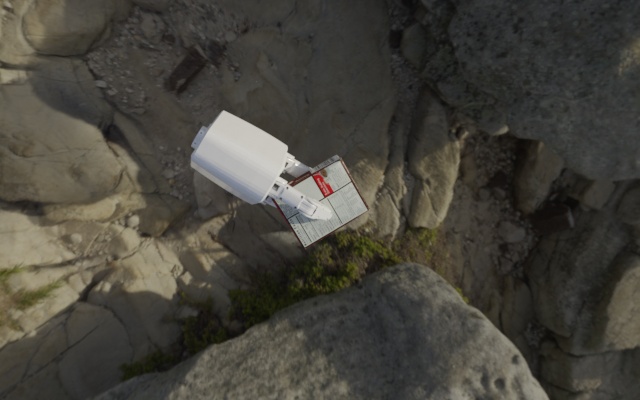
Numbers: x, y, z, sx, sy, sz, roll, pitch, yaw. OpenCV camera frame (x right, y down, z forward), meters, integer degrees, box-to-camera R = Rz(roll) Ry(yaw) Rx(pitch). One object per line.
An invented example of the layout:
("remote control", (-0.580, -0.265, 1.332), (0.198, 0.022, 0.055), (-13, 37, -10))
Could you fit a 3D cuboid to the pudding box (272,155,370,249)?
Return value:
("pudding box", (0.000, 0.002, 0.680), (0.113, 0.090, 0.039), (-30, 14, 2))
